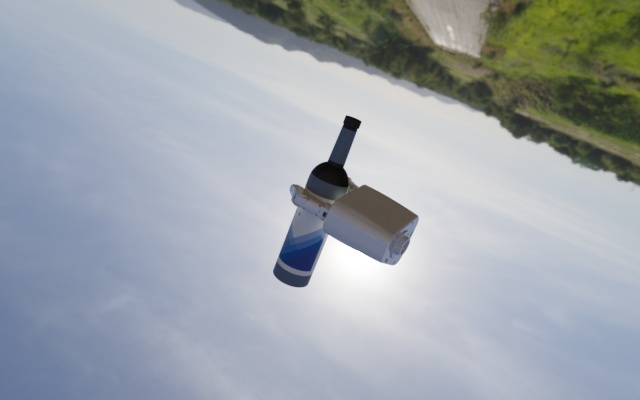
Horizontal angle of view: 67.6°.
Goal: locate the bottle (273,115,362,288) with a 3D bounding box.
[{"bbox_3d":[0.000,0.003,0.788,0.069,0.296,0.069,20,17,-6],"label":"bottle"}]
